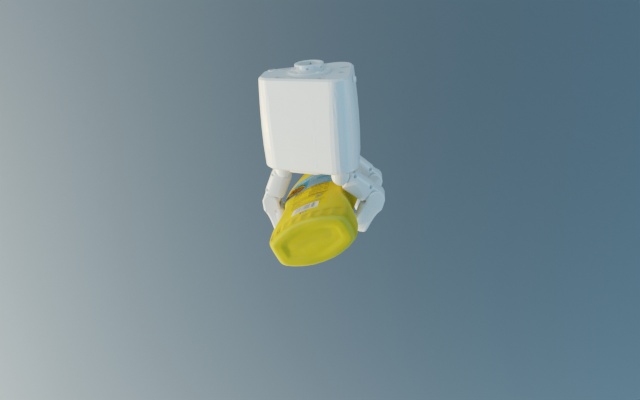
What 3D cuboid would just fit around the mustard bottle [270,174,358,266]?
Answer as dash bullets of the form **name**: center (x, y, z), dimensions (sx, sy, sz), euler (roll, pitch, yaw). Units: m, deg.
- **mustard bottle**: center (0.000, 0.002, 0.593), dimensions (0.096, 0.058, 0.191), euler (-23, 22, 17)
